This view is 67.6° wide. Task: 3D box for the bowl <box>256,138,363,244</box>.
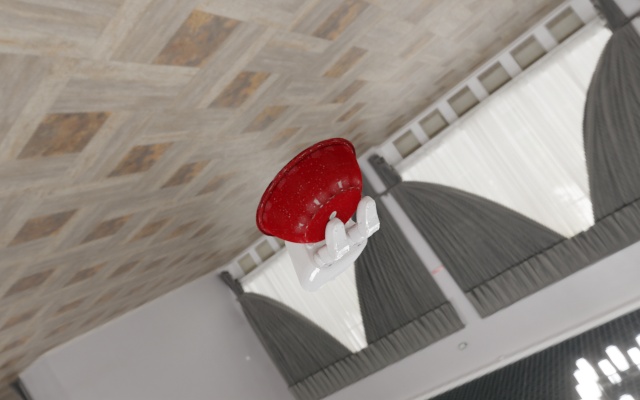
[{"bbox_3d":[0.000,0.002,0.597,0.055,0.162,0.162,45,24,26],"label":"bowl"}]
